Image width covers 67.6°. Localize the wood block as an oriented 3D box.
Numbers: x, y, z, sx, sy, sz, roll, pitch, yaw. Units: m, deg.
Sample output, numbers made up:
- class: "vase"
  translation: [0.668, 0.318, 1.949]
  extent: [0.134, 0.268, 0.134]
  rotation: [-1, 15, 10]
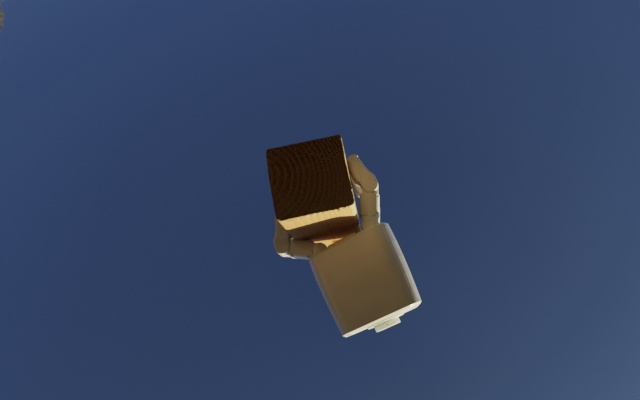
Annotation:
- class: "wood block"
  translation: [0.000, 0.003, 0.631]
  extent: [0.091, 0.090, 0.206]
  rotation: [-12, -18, 4]
